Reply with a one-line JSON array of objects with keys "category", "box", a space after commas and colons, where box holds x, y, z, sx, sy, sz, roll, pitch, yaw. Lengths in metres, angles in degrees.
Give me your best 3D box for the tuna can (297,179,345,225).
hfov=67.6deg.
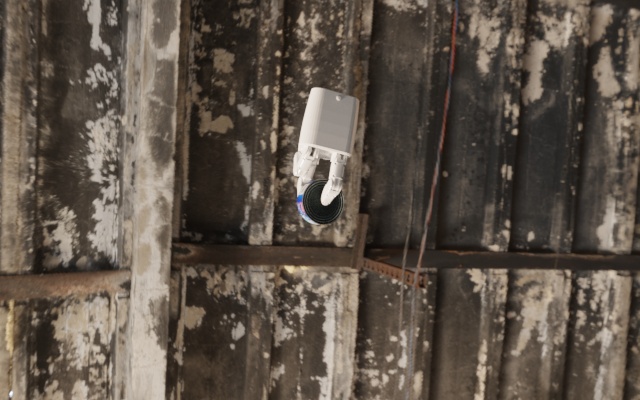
[{"category": "tuna can", "box": [0.000, 0.003, 0.895, 0.086, 0.086, 0.034, 0, -3, -24]}]
